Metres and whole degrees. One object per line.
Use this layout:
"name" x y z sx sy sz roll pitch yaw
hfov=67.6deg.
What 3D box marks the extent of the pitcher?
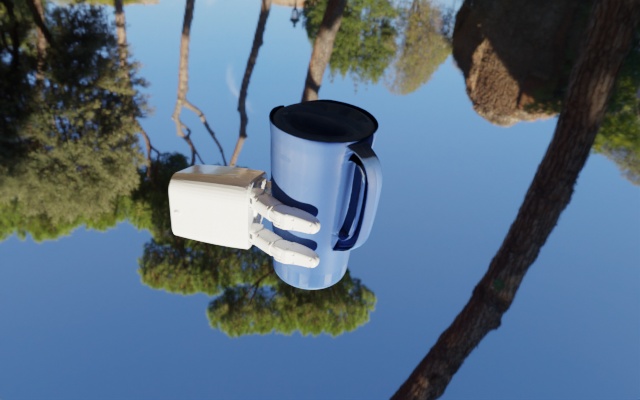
"pitcher" 0.000 0.002 0.630 0.145 0.243 0.149 8 32 5
